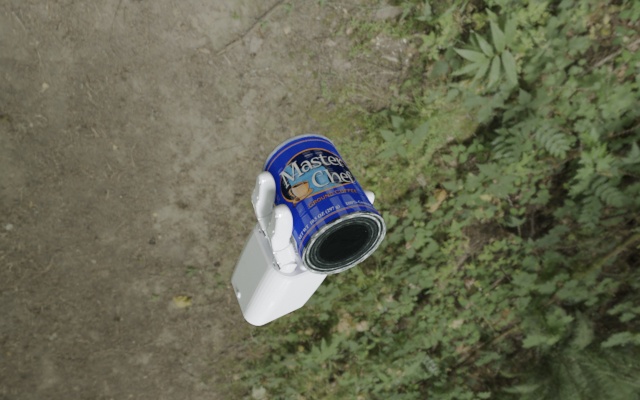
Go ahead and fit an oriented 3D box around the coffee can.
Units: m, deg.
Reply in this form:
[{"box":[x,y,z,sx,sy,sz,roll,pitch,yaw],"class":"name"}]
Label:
[{"box":[0.000,0.002,0.571,0.103,0.103,0.140,0,44,-33],"class":"coffee can"}]
